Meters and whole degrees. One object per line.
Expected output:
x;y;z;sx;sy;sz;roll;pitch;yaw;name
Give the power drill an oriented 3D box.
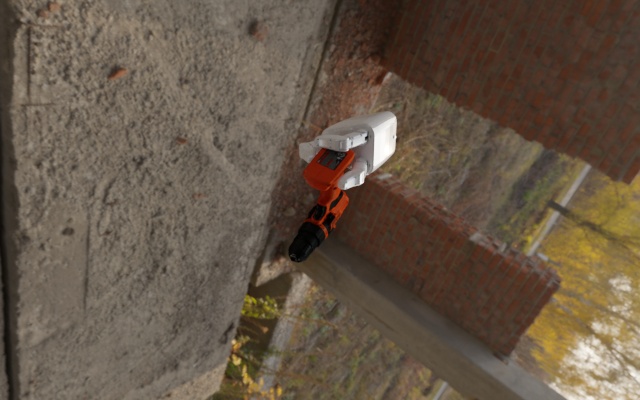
0.000;0.002;0.858;0.057;0.184;0.188;25;-38;13;power drill
